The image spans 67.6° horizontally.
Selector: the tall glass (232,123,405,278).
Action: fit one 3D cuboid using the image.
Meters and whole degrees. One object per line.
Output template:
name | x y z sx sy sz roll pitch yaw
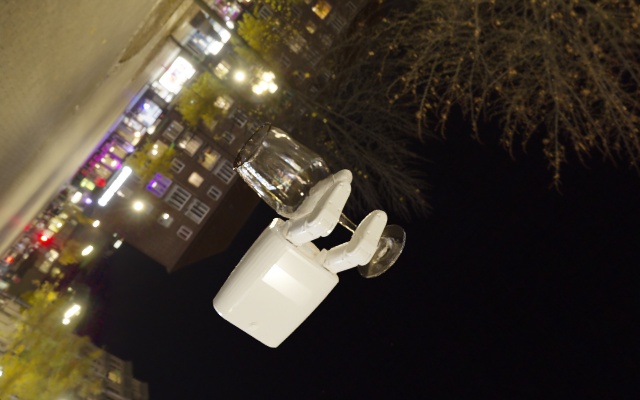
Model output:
tall glass | 0.001 0.002 0.529 0.201 0.079 0.079 39 -17 -22
